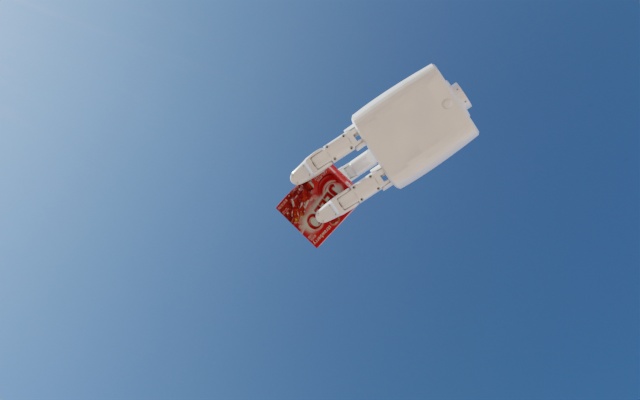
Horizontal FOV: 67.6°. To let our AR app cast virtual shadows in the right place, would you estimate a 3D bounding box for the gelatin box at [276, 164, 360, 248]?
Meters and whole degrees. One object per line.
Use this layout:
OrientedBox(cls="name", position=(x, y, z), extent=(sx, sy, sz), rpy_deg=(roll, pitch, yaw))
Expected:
OrientedBox(cls="gelatin box", position=(0.000, 0.002, 0.590), extent=(0.089, 0.073, 0.030), rpy_deg=(-48, -5, 22))
